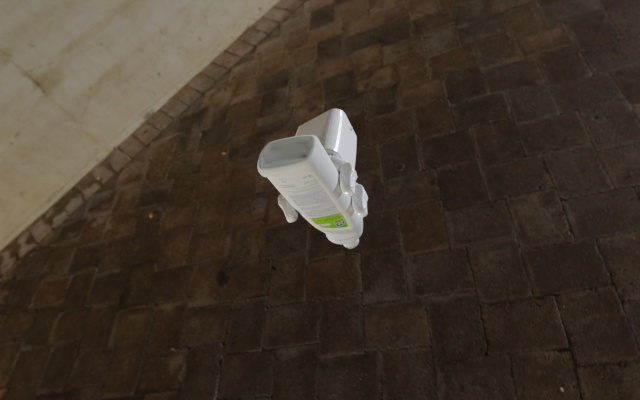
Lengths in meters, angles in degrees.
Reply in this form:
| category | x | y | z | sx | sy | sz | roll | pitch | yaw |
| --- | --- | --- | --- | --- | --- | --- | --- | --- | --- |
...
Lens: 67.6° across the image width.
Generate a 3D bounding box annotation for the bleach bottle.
| category | x | y | z | sx | sy | sz | roll | pitch | yaw |
| --- | --- | --- | --- | --- | --- | --- | --- | --- | --- |
| bleach bottle | 0.000 | 0.003 | 0.792 | 0.102 | 0.068 | 0.251 | -7 | -40 | 24 |
